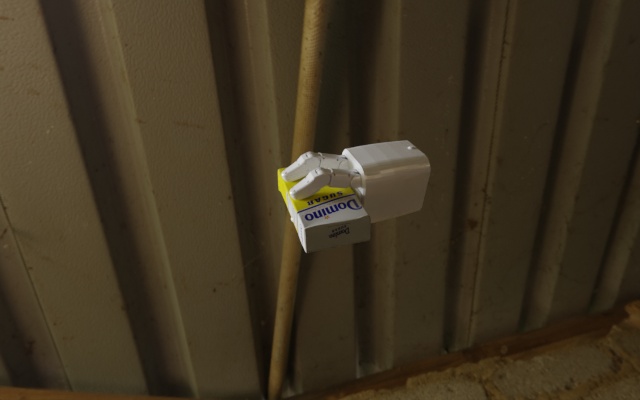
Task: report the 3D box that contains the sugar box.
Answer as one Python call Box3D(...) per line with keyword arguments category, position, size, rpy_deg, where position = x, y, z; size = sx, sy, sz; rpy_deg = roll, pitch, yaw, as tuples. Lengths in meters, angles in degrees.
Box3D(category="sugar box", position=(0.000, 0.002, 0.693), size=(0.093, 0.048, 0.176), rpy_deg=(-11, 30, -13))
